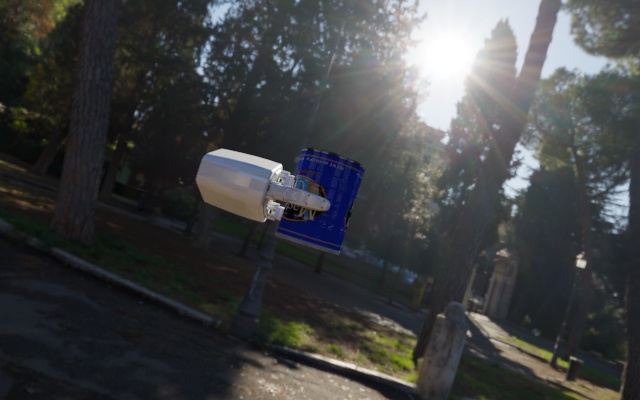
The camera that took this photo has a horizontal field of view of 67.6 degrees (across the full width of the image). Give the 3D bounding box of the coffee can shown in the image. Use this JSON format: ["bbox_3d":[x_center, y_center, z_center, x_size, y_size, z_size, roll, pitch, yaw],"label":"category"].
[{"bbox_3d":[0.000,0.003,0.732,0.103,0.140,0.103,17,-4,1],"label":"coffee can"}]
